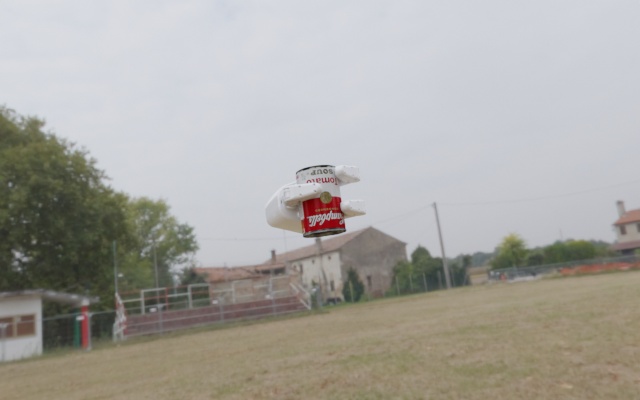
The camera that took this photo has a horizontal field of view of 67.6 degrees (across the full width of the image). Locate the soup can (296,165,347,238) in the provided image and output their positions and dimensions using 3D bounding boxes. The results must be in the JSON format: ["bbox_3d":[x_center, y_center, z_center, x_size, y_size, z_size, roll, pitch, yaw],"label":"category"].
[{"bbox_3d":[0.000,0.002,0.741,0.068,0.102,0.068,-7,-11,-1],"label":"soup can"}]
